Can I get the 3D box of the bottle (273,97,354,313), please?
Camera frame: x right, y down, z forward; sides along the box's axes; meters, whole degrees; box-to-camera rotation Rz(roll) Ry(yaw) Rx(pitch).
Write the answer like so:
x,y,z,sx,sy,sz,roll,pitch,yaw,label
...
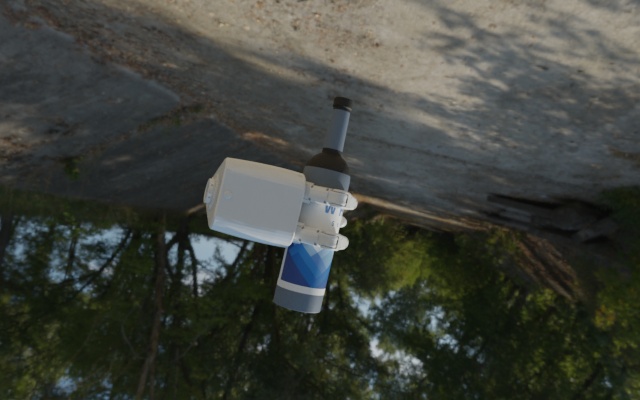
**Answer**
x,y,z,sx,sy,sz,roll,pitch,yaw,label
0.000,0.002,0.662,0.069,0.295,0.069,13,-2,1,bottle
